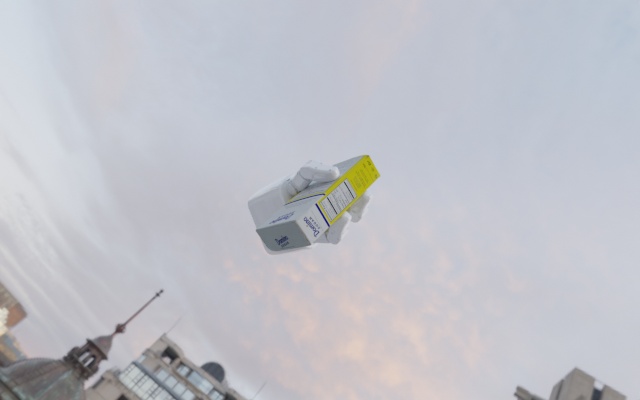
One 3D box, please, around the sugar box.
[{"bbox_3d":[0.000,0.003,0.670,0.093,0.048,0.176,-15,24,49],"label":"sugar box"}]
